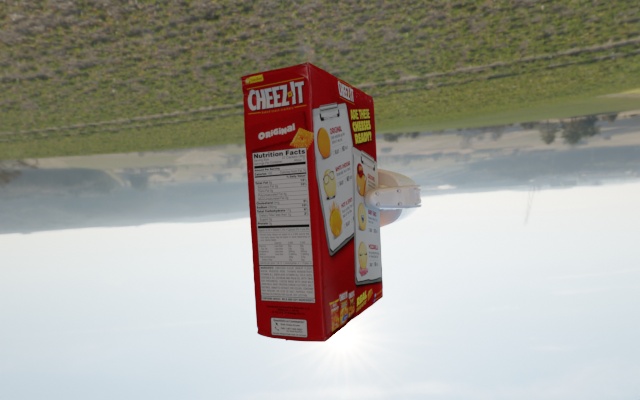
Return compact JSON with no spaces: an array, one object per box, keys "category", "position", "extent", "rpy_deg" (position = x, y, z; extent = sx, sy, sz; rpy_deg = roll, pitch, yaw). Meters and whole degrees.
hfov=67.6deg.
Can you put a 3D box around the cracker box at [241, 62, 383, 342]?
[{"category":"cracker box","position":[0.000,0.002,0.442],"extent":[0.072,0.213,0.164],"rpy_deg":[-4,0,23]}]
